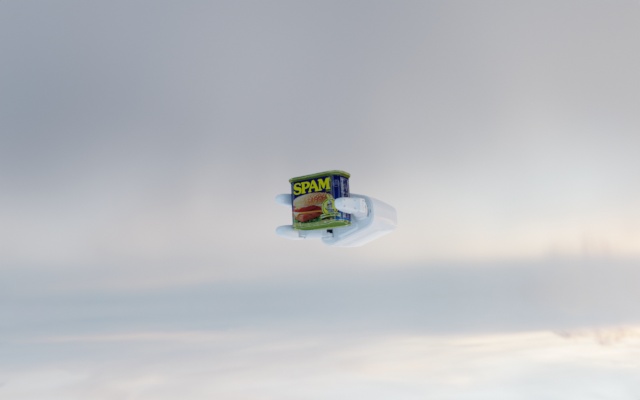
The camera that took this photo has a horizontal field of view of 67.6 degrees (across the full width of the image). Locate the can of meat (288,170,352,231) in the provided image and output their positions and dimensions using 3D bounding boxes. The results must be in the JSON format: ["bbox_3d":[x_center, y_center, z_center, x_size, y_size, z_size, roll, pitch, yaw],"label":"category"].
[{"bbox_3d":[0.000,0.003,0.777,0.102,0.084,0.057,-9,-13,29],"label":"can of meat"}]
